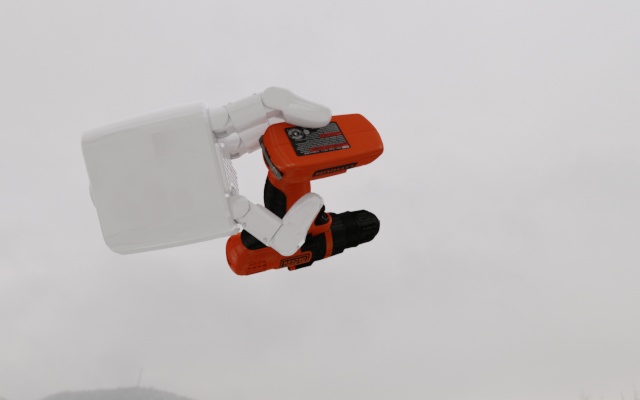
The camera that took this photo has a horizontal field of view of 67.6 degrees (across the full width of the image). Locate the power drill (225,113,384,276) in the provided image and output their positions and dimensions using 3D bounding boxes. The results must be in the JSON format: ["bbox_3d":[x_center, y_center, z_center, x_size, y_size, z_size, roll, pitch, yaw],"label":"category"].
[{"bbox_3d":[0.000,0.001,0.484,0.184,0.057,0.188,-13,-36,-25],"label":"power drill"}]
